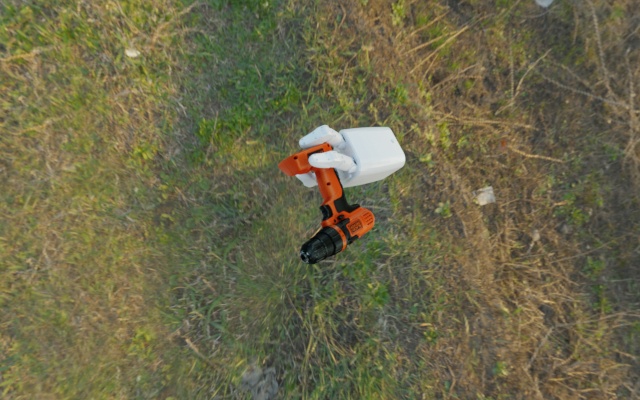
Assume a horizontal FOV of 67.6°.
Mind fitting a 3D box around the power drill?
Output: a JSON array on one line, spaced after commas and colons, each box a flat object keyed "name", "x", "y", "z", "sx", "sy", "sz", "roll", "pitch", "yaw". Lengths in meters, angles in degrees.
[{"name": "power drill", "x": 0.000, "y": 0.002, "z": 0.842, "sx": 0.057, "sy": 0.187, "sz": 0.184, "roll": -23, "pitch": 3, "yaw": 45}]
